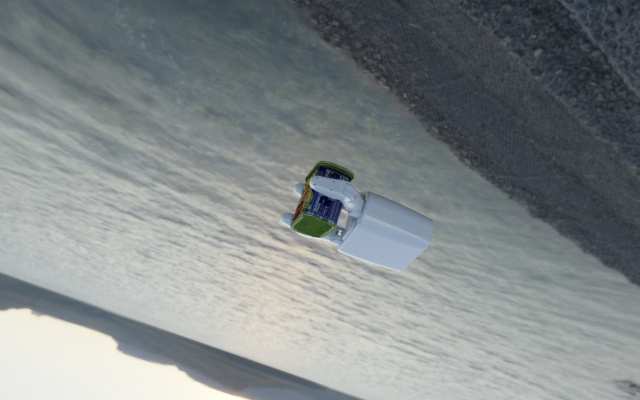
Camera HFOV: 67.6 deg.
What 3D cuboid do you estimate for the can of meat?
[{"bbox_3d":[0.000,0.002,0.688,0.057,0.084,0.102,22,-21,-10],"label":"can of meat"}]
